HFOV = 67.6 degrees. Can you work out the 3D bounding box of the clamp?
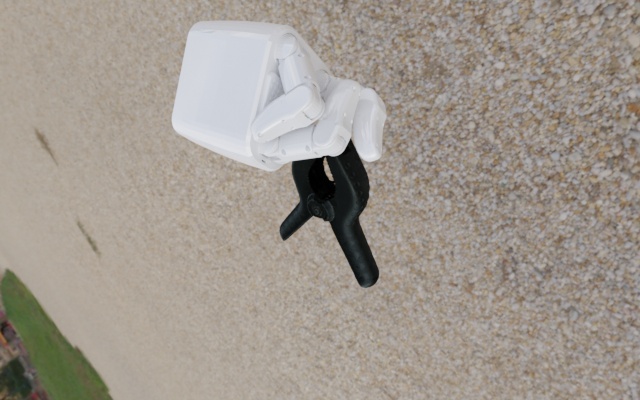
[{"bbox_3d":[0.000,0.002,0.454,0.120,0.172,0.039,16,40,28],"label":"clamp"}]
